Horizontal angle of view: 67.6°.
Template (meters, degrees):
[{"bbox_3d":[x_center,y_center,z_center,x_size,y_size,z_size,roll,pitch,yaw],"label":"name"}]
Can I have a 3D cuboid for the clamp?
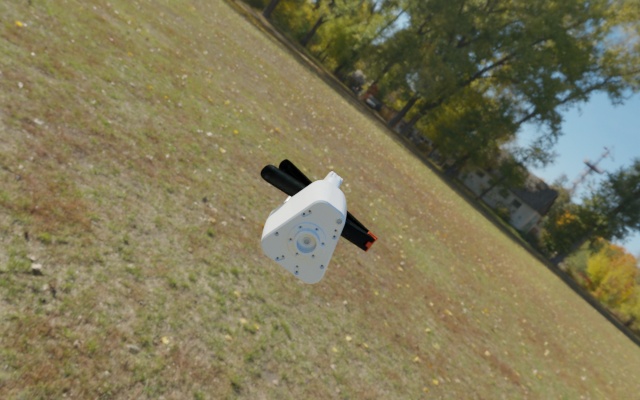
[{"bbox_3d":[0.001,0.002,0.763,0.210,0.036,0.164,38,11,-8],"label":"clamp"}]
